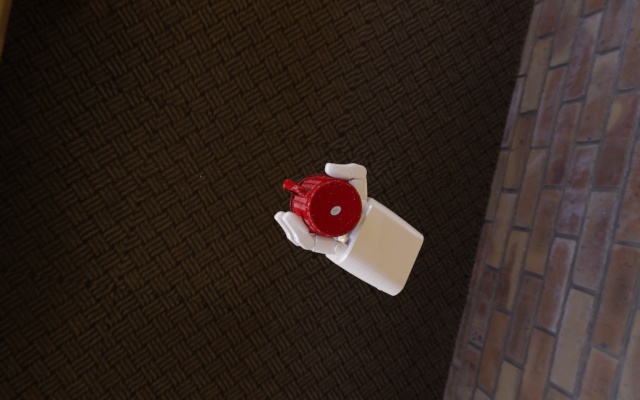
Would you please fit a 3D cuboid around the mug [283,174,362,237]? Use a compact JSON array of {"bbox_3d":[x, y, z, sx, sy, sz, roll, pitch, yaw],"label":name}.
[{"bbox_3d":[-0.001,0.001,0.682,0.117,0.093,0.081,32,-5,-15],"label":"mug"}]
